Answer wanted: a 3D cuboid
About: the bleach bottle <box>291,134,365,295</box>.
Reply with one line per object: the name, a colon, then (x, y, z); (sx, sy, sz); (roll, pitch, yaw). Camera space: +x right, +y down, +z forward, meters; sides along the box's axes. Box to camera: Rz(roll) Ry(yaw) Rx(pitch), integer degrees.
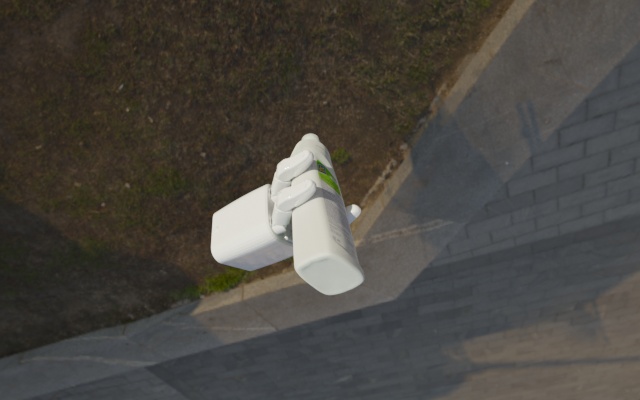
bleach bottle: (0.000, 0.002, 0.688); (0.068, 0.250, 0.103); (-26, -44, 20)
